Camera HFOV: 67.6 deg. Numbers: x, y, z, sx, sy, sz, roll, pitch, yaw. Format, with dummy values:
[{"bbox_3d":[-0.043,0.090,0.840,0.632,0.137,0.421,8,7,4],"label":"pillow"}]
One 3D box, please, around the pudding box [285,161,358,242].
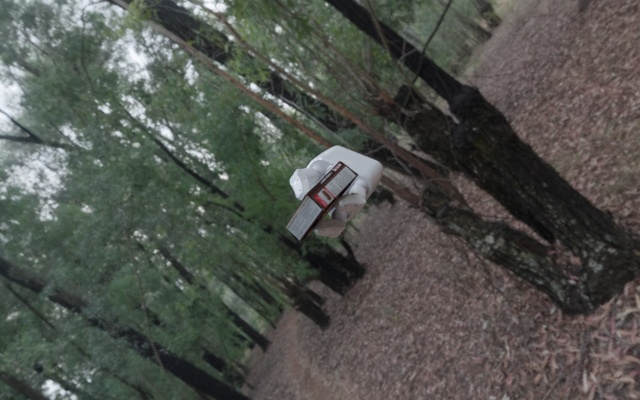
[{"bbox_3d":[0.000,0.002,0.720,0.090,0.039,0.113,-46,-7,-34],"label":"pudding box"}]
